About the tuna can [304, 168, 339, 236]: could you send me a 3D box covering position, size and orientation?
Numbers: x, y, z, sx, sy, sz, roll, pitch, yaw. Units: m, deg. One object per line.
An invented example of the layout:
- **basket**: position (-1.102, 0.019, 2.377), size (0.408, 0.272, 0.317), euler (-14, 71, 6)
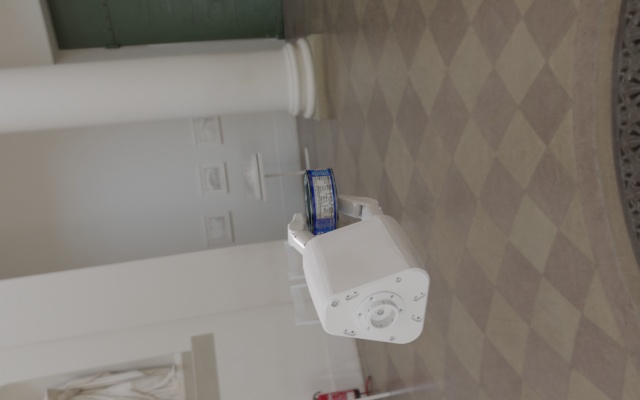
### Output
- **tuna can**: position (0.000, 0.002, 0.606), size (0.034, 0.086, 0.086), euler (-5, 0, -6)
